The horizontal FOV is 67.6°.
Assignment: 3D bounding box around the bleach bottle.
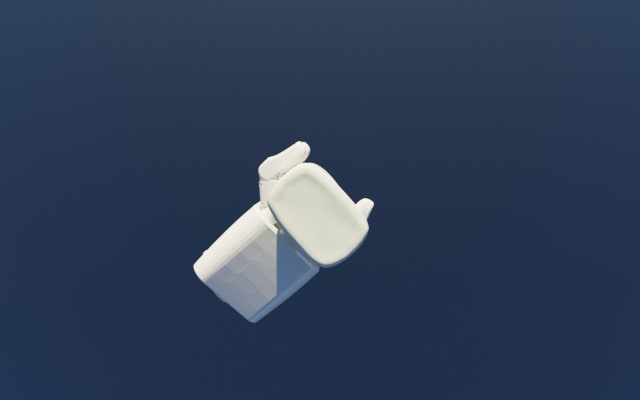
[{"bbox_3d":[0.000,0.002,0.571,0.068,0.102,0.251,-42,3,5],"label":"bleach bottle"}]
